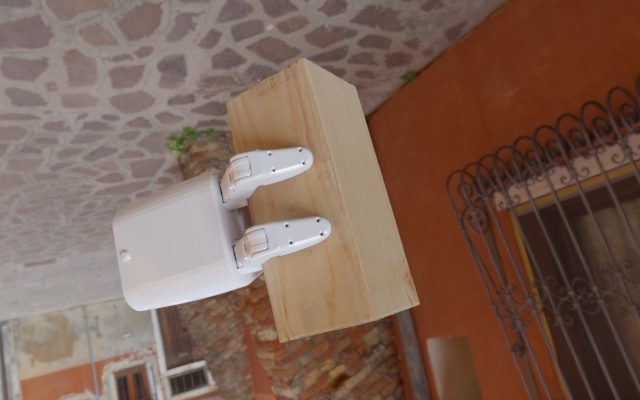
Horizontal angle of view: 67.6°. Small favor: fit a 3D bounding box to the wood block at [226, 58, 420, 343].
[{"bbox_3d":[0.000,0.002,0.406,0.090,0.206,0.091,-22,-14,28],"label":"wood block"}]
